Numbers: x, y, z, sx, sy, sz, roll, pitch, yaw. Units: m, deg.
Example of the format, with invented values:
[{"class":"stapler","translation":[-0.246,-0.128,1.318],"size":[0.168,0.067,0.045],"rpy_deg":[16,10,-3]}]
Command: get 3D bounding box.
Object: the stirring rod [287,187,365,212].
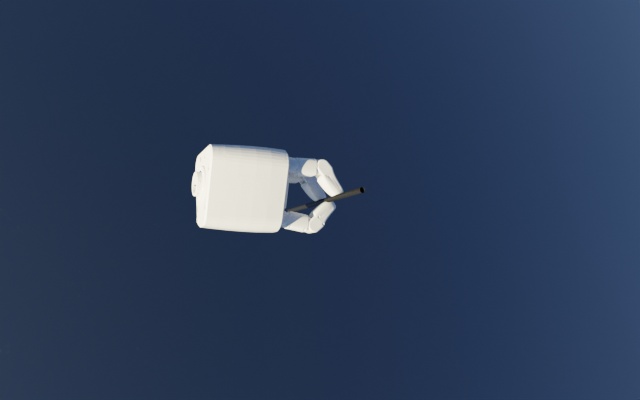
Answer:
[{"class":"stirring rod","translation":[0.000,0.002,0.719],"size":[0.011,0.011,0.239],"rpy_deg":[0,-8,-27]}]
